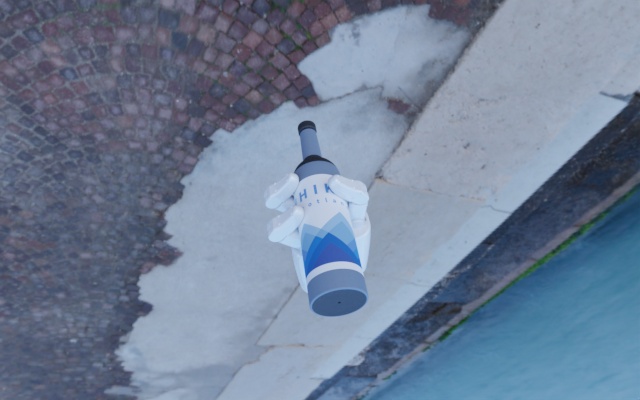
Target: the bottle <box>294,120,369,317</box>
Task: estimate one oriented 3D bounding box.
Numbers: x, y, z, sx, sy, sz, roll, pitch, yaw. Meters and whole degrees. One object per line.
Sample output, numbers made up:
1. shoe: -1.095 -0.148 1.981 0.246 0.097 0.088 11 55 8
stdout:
1. bottle: 0.000 0.002 0.622 0.069 0.295 0.069 -6 -39 -5
